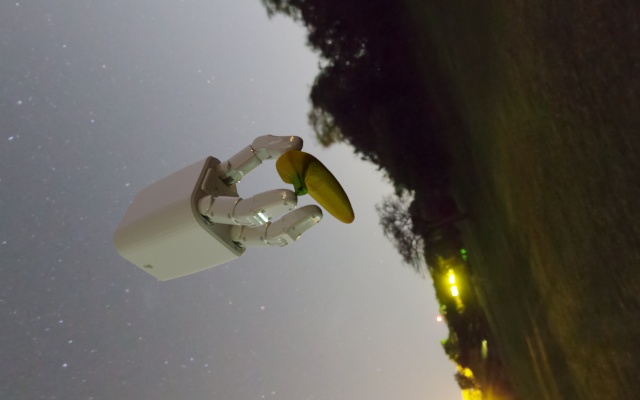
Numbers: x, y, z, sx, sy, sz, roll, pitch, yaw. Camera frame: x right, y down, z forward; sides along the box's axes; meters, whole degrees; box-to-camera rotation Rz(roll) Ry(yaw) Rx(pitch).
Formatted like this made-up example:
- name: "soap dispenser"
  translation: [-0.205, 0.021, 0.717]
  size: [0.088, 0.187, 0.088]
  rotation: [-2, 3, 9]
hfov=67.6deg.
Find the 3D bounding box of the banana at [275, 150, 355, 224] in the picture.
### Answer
- name: "banana"
  translation: [-0.007, -0.016, 0.534]
  size: [0.037, 0.069, 0.198]
  rotation: [-22, -16, 15]
